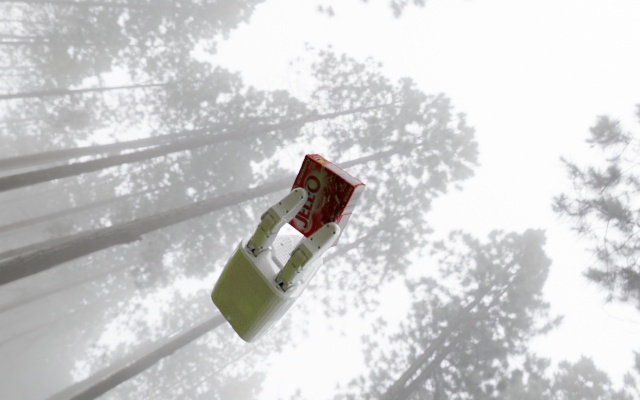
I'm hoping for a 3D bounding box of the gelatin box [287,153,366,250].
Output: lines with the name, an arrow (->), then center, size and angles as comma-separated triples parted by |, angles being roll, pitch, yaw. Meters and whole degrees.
gelatin box -> 0.000, 0.001, 0.548 | 0.073, 0.089, 0.030 | 35, 25, 23
